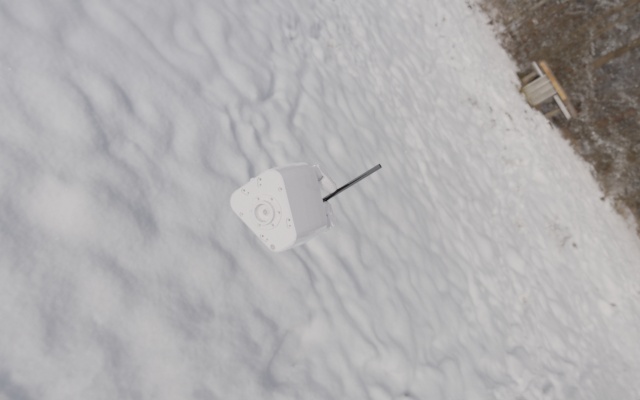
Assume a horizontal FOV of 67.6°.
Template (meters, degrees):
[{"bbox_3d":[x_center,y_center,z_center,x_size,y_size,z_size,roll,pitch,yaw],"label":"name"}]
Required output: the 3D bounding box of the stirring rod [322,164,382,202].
[{"bbox_3d":[0.000,0.003,0.801,0.239,0.011,0.011,-31,-14,23],"label":"stirring rod"}]
